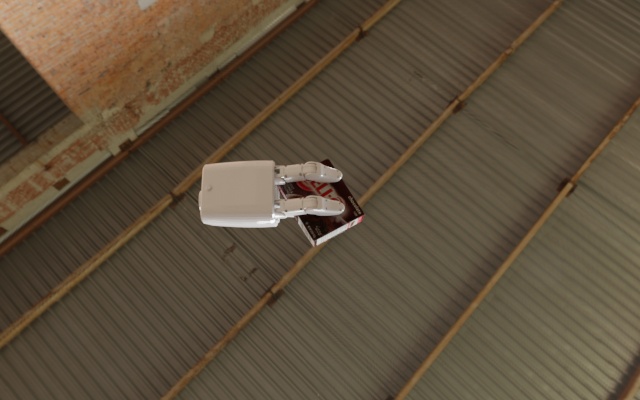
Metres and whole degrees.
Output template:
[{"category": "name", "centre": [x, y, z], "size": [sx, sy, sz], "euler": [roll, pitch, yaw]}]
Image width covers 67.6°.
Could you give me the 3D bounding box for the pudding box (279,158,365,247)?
[{"category": "pudding box", "centre": [0.000, 0.002, 0.732], "size": [0.090, 0.113, 0.039], "euler": [-27, -18, -14]}]
